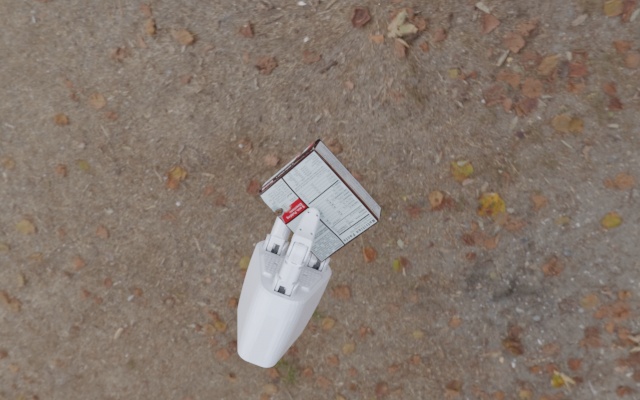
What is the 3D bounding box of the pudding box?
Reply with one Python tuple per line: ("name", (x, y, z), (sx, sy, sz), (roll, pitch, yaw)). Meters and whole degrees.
("pudding box", (0.000, 0.002, 0.538), (0.090, 0.113, 0.039), (-38, 14, 21))
